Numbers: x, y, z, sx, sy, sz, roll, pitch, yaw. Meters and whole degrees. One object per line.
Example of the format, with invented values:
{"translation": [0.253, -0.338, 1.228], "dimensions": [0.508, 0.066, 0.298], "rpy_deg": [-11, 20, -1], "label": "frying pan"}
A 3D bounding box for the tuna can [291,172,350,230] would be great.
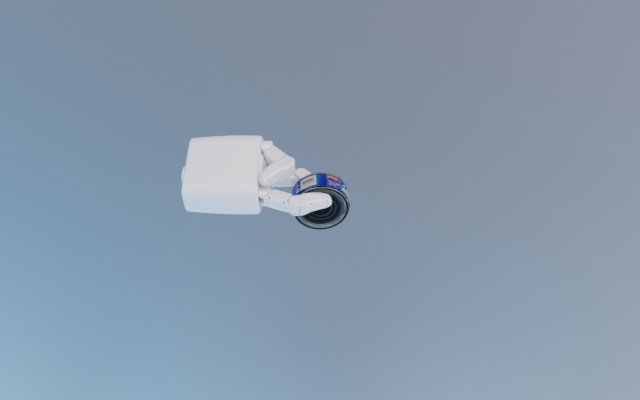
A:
{"translation": [0.000, 0.003, 0.700], "dimensions": [0.086, 0.086, 0.033], "rpy_deg": [0, 40, -4], "label": "tuna can"}
